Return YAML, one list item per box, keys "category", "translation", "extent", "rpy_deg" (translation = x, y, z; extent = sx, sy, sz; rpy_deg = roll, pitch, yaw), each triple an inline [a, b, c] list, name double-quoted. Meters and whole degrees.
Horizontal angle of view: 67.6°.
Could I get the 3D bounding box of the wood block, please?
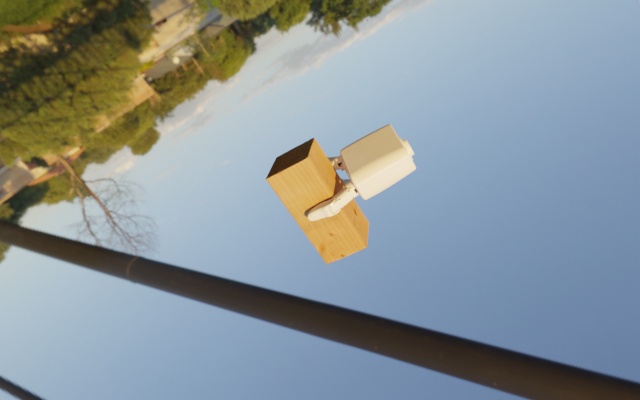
- category: "wood block"
  translation: [0.001, 0.003, 0.882]
  extent: [0.090, 0.206, 0.090]
  rpy_deg: [-25, 24, 21]
